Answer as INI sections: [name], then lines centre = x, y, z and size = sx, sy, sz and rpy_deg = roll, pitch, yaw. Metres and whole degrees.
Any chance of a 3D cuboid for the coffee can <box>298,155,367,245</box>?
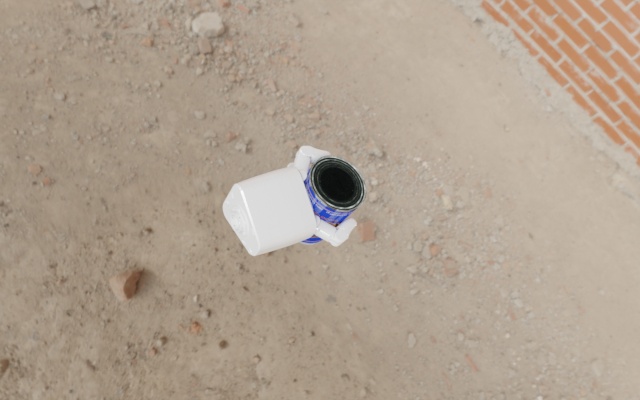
[coffee can]
centre = 0.000, 0.003, 0.817
size = 0.103, 0.102, 0.140
rpy_deg = 0, -27, -28
